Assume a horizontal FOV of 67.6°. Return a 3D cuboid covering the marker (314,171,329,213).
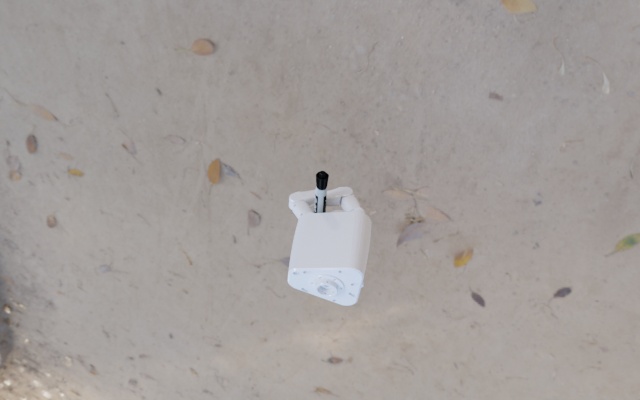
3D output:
[{"bbox_3d":[0.000,0.002,0.725,0.020,0.020,0.121,0,-44,-4],"label":"marker"}]
